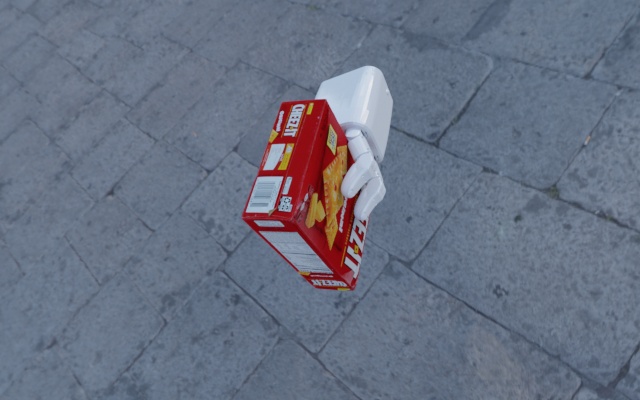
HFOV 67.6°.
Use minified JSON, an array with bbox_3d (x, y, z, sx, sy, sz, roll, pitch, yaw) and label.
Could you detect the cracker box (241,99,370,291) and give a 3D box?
[{"bbox_3d":[0.000,0.002,0.615,0.072,0.164,0.214,1,-29,26],"label":"cracker box"}]
